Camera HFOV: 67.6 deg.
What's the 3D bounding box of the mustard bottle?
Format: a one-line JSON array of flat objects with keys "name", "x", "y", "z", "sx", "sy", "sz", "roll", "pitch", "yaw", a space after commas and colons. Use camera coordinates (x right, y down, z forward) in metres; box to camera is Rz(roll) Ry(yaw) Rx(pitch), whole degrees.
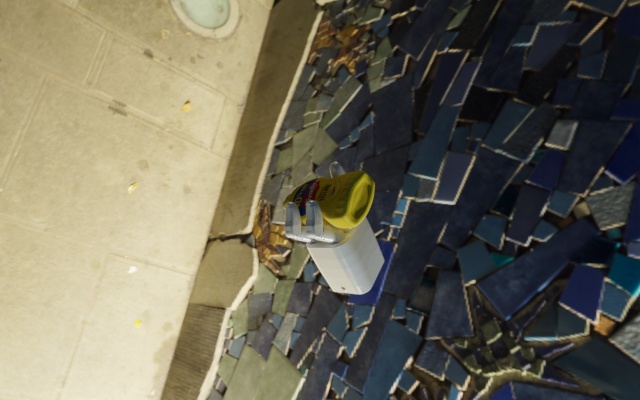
[{"name": "mustard bottle", "x": 0.000, "y": 0.002, "z": 0.823, "sx": 0.191, "sy": 0.096, "sz": 0.058, "roll": -6, "pitch": -37, "yaw": 48}]
